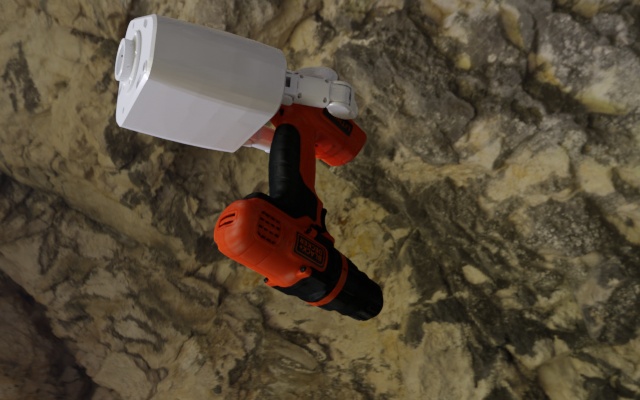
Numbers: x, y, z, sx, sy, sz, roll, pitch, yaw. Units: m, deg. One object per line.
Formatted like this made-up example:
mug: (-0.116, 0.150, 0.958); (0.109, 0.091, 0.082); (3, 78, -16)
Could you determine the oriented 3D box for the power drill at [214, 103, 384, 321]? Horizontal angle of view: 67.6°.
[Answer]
power drill: (0.000, 0.001, 0.437); (0.057, 0.187, 0.184); (-21, -43, 35)
